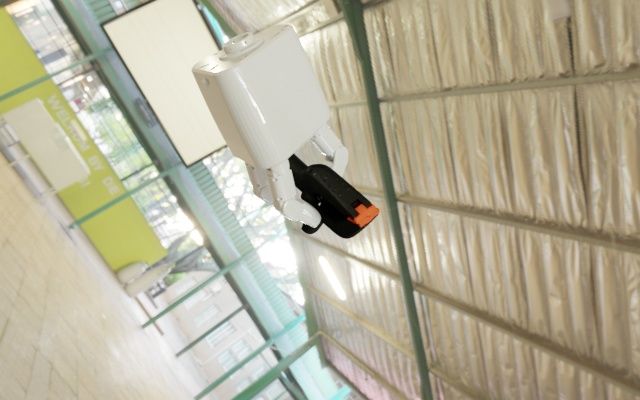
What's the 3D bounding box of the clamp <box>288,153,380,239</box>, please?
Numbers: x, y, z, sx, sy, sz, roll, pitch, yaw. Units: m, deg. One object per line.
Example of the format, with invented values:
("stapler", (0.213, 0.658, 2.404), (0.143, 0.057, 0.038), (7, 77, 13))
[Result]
("clamp", (0.001, 0.001, 0.565), (0.036, 0.165, 0.210), (-37, 34, -17))
